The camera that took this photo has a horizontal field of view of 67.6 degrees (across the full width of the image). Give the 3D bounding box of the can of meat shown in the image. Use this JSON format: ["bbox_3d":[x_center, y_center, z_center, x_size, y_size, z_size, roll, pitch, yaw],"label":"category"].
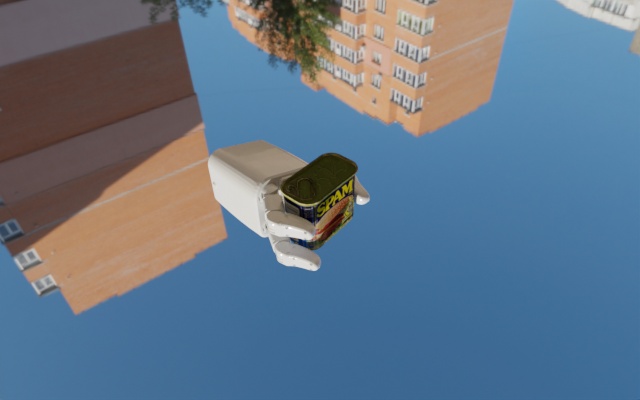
[{"bbox_3d":[0.000,0.002,0.607,0.057,0.084,0.102,30,51,30],"label":"can of meat"}]
